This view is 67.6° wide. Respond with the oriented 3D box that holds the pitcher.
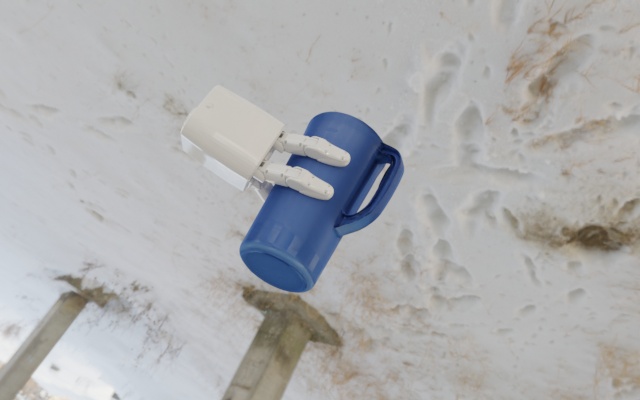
[{"bbox_3d":[0.000,0.002,0.659,0.145,0.242,0.149,34,-32,-7],"label":"pitcher"}]
